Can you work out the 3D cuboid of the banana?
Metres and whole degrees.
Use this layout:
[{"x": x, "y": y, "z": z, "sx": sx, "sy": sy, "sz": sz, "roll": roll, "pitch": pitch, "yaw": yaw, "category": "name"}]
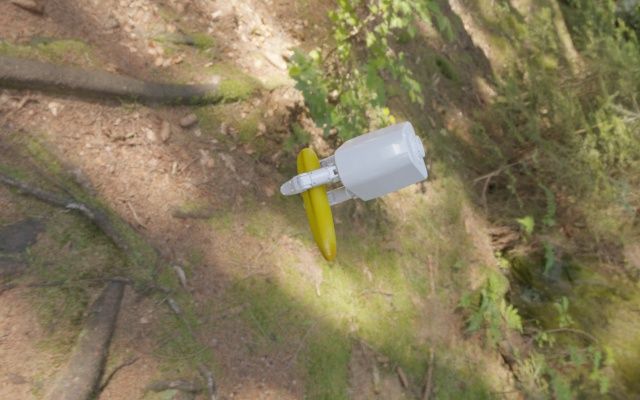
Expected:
[{"x": -0.006, "y": -0.007, "z": 0.737, "sx": 0.037, "sy": 0.197, "sz": 0.070, "roll": -17, "pitch": -24, "yaw": 11, "category": "banana"}]
